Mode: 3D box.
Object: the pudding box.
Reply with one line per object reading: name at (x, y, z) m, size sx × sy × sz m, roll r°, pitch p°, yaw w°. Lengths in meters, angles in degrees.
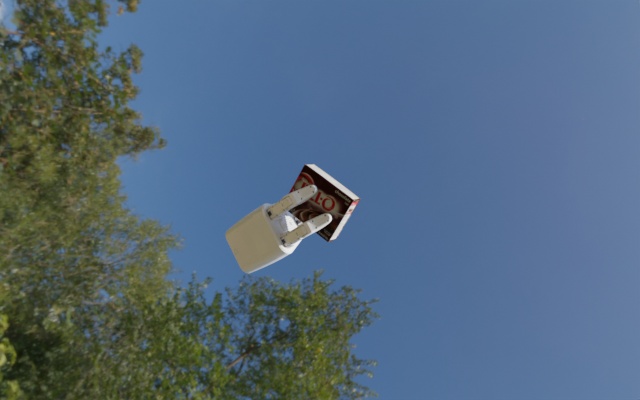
pudding box at (0.000, 0.003, 0.829) m, size 0.113 × 0.090 × 0.039 m, roll 36°, pitch 21°, yaw 17°
